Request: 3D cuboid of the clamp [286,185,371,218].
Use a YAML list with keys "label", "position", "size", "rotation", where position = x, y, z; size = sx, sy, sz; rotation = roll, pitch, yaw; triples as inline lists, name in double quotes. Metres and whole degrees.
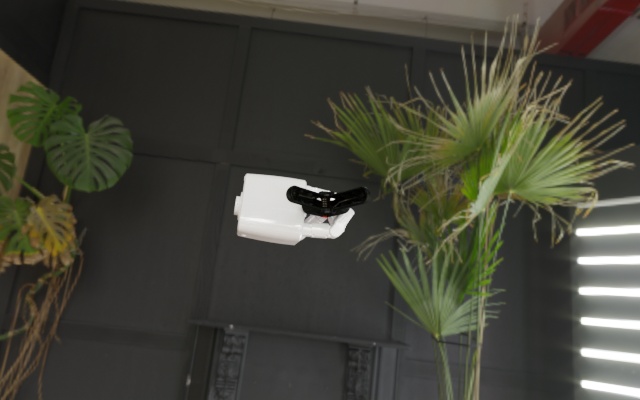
- label: "clamp"
  position: [0.000, 0.002, 0.746]
  size: [0.120, 0.039, 0.171]
  rotation: [8, -13, -9]
